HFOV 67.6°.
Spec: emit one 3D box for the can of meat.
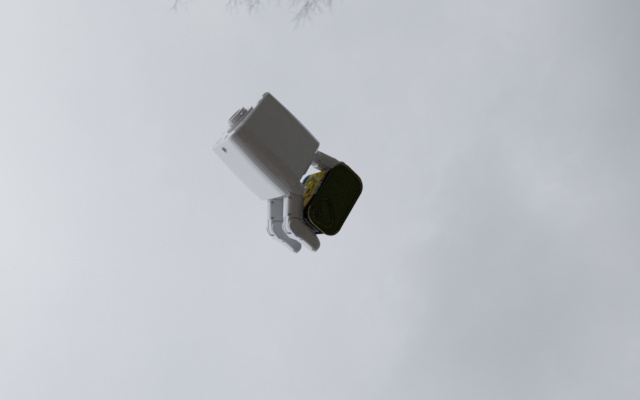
[{"bbox_3d":[0.000,0.002,0.682,0.057,0.102,0.084,42,-26,-22],"label":"can of meat"}]
